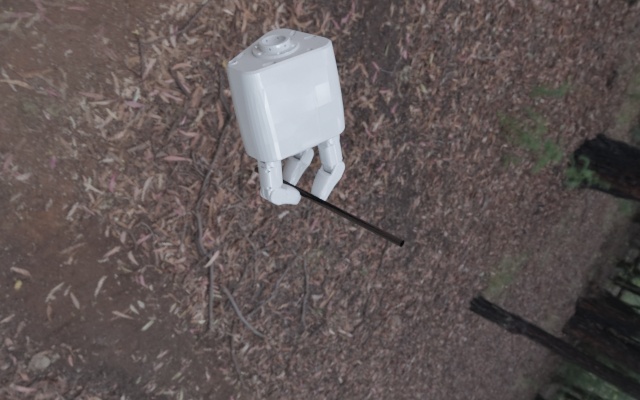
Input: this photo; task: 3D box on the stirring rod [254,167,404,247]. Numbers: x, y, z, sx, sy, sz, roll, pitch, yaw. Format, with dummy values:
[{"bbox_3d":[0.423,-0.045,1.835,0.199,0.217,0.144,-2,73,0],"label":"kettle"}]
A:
[{"bbox_3d":[0.000,0.002,0.579,0.239,0.011,0.011,27,16,36],"label":"stirring rod"}]
